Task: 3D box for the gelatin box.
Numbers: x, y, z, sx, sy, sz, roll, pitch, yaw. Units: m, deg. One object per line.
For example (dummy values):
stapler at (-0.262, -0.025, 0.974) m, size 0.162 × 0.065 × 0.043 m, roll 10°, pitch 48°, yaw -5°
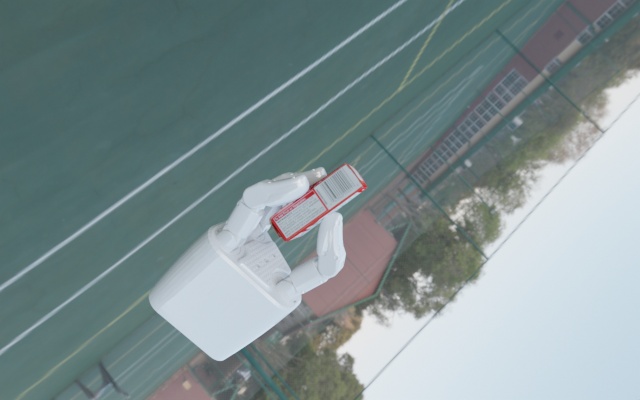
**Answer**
gelatin box at (0.001, 0.002, 0.456) m, size 0.089 × 0.030 × 0.073 m, roll -36°, pitch -4°, yaw 8°
